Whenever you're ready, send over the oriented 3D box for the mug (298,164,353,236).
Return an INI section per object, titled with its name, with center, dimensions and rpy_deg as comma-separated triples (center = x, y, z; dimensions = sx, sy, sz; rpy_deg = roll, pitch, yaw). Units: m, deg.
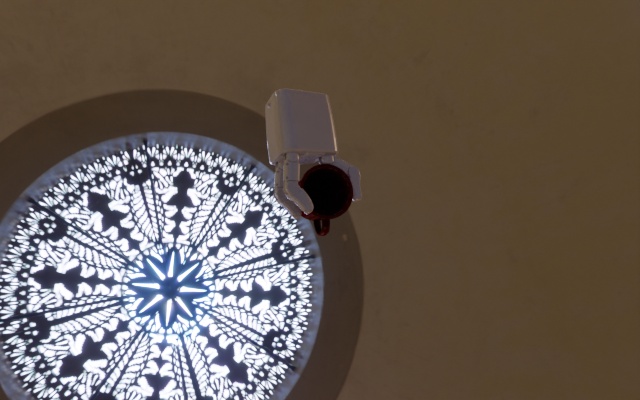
[mug]
center = 0.000, 0.004, 0.821
dimensions = 0.093, 0.117, 0.081
rpy_deg = -4, -8, -18
